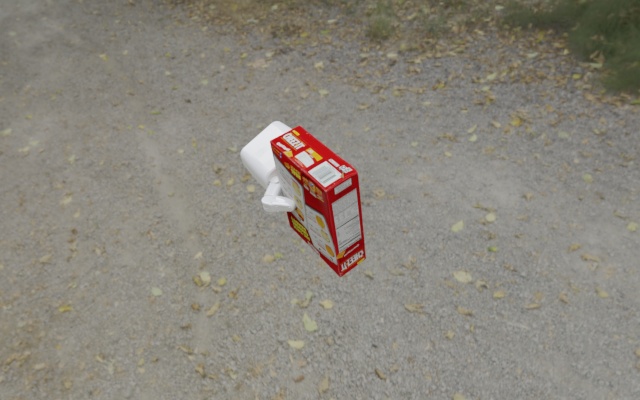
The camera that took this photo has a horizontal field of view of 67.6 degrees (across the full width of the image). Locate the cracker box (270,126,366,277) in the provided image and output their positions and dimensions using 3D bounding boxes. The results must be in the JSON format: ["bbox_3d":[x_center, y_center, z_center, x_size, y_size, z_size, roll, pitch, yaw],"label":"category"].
[{"bbox_3d":[0.000,0.003,0.816,0.072,0.214,0.164,-31,48,-20],"label":"cracker box"}]
